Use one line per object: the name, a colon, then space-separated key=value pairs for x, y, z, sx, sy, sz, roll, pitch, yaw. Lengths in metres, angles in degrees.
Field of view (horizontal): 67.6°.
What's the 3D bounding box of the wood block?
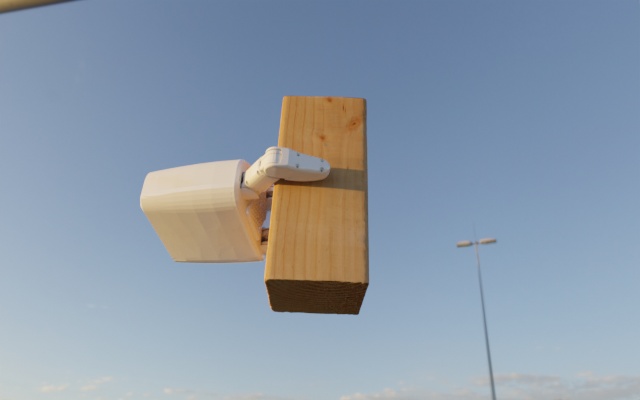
wood block: x=0.000 y=0.001 z=0.486 sx=0.090 sy=0.206 sz=0.091 roll=2 pitch=-30 yaw=0
